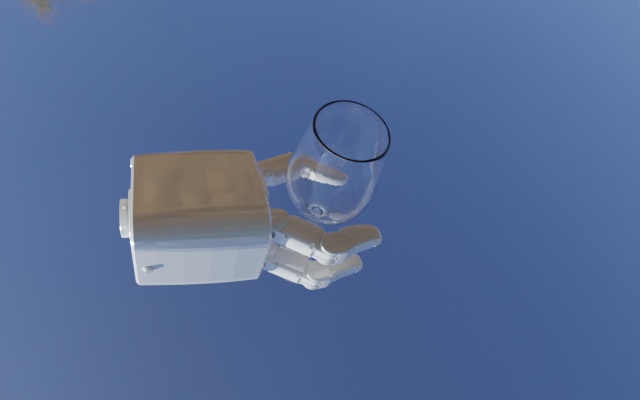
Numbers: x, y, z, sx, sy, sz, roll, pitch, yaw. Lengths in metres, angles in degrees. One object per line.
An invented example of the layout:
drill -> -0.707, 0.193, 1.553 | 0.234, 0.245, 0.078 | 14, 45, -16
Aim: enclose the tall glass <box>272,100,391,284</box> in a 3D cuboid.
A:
tall glass -> 0.000, 0.002, 0.438 | 0.079, 0.079, 0.201 | 0, -33, -17
